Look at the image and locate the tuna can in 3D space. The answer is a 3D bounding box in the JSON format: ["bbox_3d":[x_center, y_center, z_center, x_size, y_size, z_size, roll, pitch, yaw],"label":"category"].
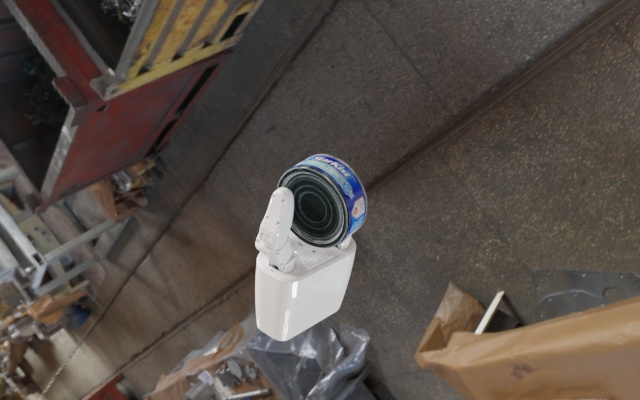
[{"bbox_3d":[0.000,0.002,0.453,0.086,0.086,0.033,0,23,39],"label":"tuna can"}]
